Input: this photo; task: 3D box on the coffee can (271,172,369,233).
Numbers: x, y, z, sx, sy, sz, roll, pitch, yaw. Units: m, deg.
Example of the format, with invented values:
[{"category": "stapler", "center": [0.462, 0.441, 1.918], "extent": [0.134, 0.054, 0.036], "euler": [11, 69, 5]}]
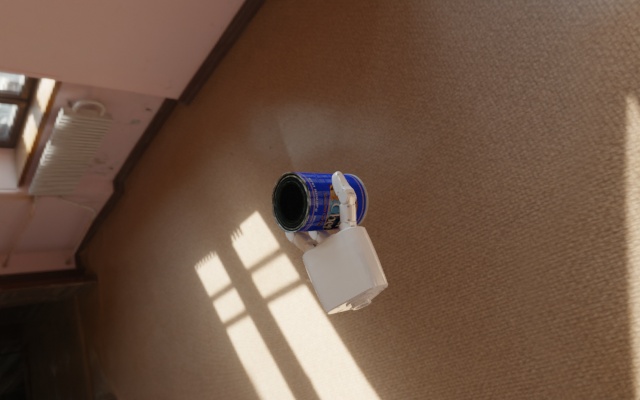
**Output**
[{"category": "coffee can", "center": [0.000, 0.003, 0.840], "extent": [0.140, 0.103, 0.103], "euler": [-1, 0, -42]}]
